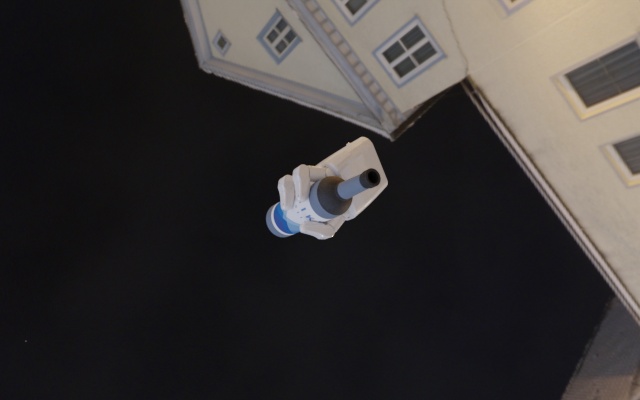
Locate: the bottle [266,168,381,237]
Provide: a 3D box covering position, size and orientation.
[{"bbox_3d":[0.000,0.003,0.798,0.069,0.069,0.296,0,-14,-32],"label":"bottle"}]
